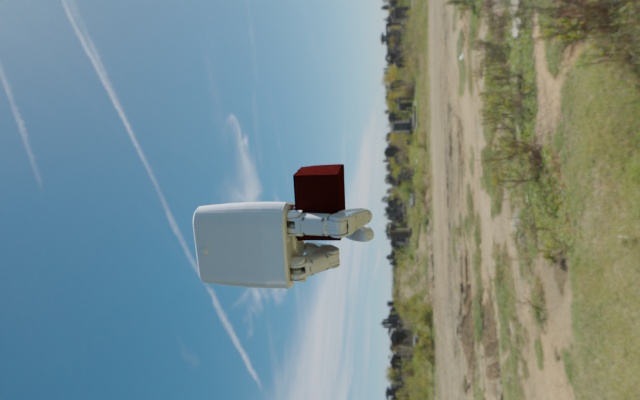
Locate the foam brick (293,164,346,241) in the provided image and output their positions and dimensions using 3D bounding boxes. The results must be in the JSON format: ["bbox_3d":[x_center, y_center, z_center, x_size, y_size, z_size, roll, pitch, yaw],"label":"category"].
[{"bbox_3d":[0.000,0.001,0.543,0.051,0.078,0.053,0,15,10],"label":"foam brick"}]
